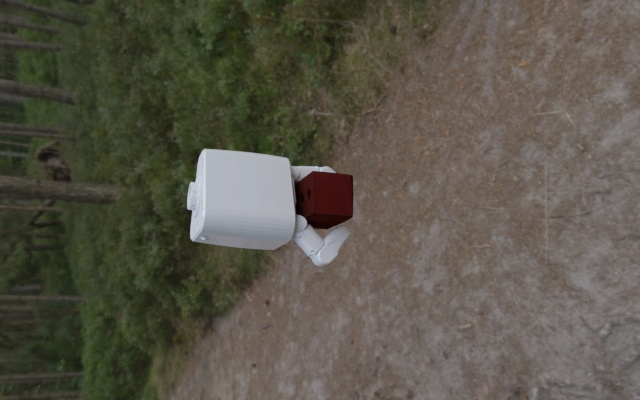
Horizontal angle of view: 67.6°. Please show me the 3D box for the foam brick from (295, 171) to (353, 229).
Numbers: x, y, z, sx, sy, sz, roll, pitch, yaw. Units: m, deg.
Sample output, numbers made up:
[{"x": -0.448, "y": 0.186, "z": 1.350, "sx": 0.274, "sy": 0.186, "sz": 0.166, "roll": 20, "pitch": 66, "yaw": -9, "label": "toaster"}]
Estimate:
[{"x": 0.000, "y": 0.002, "z": 0.579, "sx": 0.051, "sy": 0.053, "sz": 0.078, "roll": 6, "pitch": -18, "yaw": -23, "label": "foam brick"}]
